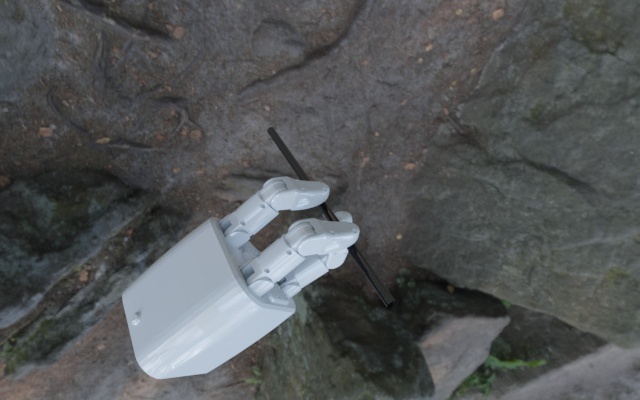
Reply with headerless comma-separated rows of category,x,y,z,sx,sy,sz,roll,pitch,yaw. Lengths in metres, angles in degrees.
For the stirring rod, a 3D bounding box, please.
stirring rod,0.000,0.001,0.432,0.011,0.011,0.239,0,39,-35
